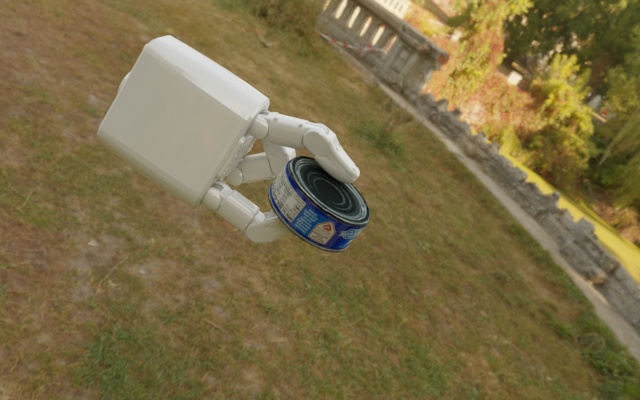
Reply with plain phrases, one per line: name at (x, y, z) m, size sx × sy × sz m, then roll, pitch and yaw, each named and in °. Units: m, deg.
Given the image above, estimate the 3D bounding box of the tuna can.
tuna can at (0.000, 0.001, 0.406) m, size 0.086 × 0.034 × 0.086 m, roll 31°, pitch 26°, yaw -17°
